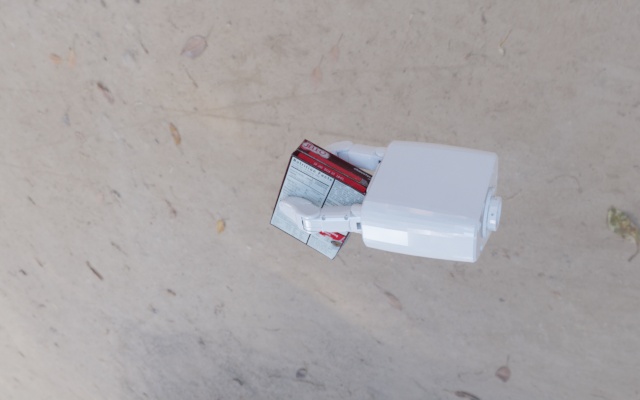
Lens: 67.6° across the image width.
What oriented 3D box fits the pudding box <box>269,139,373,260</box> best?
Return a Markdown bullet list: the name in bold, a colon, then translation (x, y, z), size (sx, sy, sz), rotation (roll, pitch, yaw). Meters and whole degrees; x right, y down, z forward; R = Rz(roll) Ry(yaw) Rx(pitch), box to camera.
- **pudding box**: translation (0.000, 0.002, 0.518), size (0.090, 0.114, 0.039), rotation (30, 42, 7)
